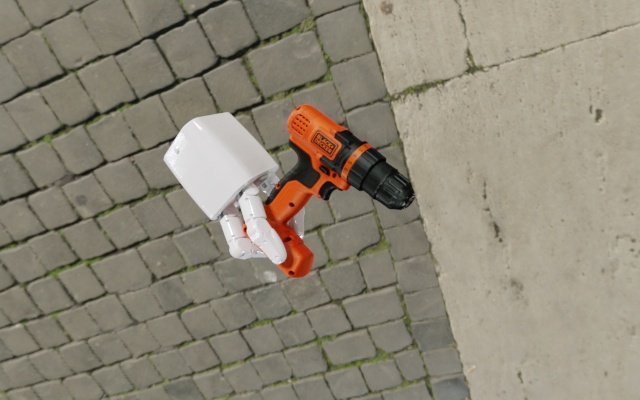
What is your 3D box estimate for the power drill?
[{"bbox_3d":[0.000,0.002,0.589,0.184,0.188,0.057,41,18,22],"label":"power drill"}]
